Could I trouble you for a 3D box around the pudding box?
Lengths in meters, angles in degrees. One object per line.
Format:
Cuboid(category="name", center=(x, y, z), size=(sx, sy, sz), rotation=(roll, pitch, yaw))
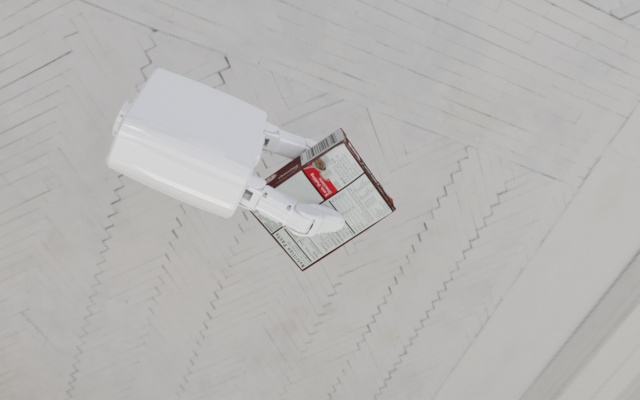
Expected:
Cuboid(category="pudding box", center=(0.000, 0.002, 0.452), size=(0.113, 0.090, 0.039), rotation=(-33, 23, 12))
